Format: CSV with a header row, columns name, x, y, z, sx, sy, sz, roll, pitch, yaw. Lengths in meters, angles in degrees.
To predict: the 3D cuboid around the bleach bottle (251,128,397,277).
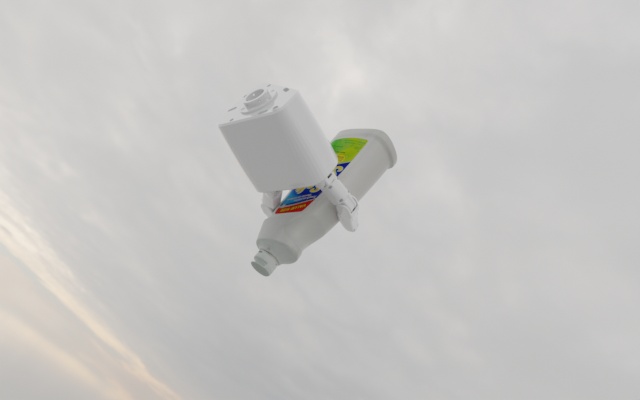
name,x,y,z,sx,sy,sz,roll,pitch,yaw
bleach bottle,0.000,0.002,0.650,0.102,0.068,0.250,8,49,43
